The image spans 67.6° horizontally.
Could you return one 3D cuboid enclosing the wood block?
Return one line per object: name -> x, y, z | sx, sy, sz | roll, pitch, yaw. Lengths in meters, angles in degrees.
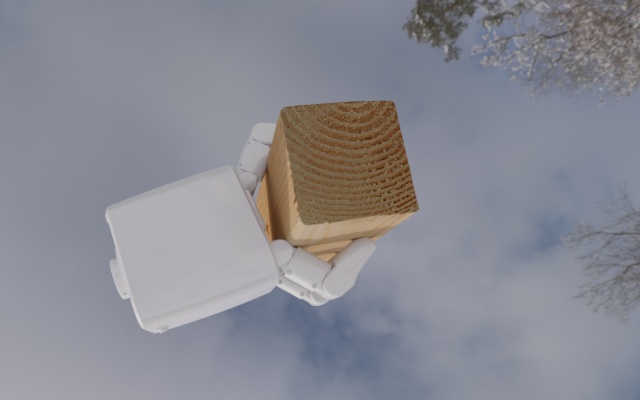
wood block -> 0.000, 0.001, 0.431 | 0.090, 0.090, 0.206 | -7, -16, -15
